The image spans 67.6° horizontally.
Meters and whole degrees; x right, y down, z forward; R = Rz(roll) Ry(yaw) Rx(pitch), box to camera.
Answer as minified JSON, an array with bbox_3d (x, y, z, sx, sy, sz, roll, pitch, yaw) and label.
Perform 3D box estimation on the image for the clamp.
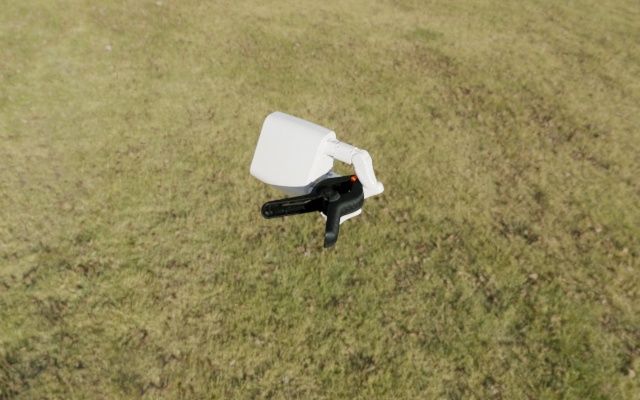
[{"bbox_3d":[0.000,0.002,0.687,0.120,0.039,0.171,24,34,18],"label":"clamp"}]
